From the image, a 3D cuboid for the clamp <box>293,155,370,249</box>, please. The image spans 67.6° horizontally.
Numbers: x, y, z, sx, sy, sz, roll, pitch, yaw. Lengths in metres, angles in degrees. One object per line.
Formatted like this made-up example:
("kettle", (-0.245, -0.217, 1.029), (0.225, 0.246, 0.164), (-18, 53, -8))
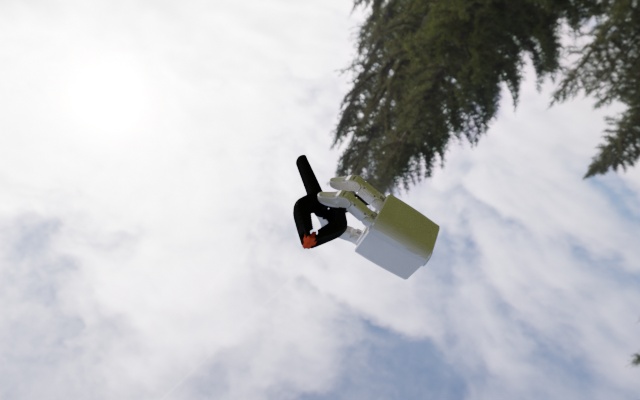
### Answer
("clamp", (0.000, 0.004, 0.814), (0.164, 0.036, 0.210), (30, 38, 4))
